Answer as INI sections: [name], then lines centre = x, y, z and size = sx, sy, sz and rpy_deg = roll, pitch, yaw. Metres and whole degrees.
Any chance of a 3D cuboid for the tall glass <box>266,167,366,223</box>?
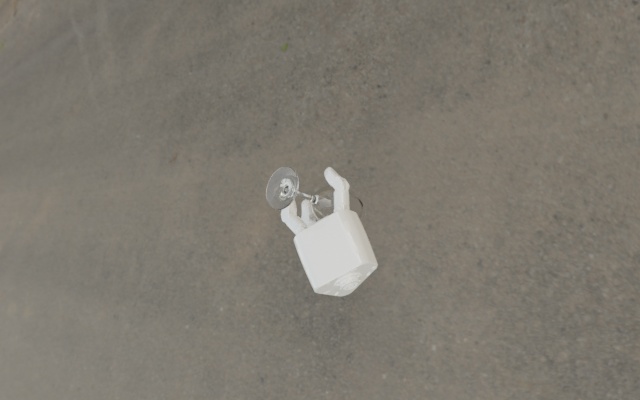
[tall glass]
centre = 0.000, 0.003, 0.862
size = 0.079, 0.079, 0.201
rpy_deg = 0, -13, 42
